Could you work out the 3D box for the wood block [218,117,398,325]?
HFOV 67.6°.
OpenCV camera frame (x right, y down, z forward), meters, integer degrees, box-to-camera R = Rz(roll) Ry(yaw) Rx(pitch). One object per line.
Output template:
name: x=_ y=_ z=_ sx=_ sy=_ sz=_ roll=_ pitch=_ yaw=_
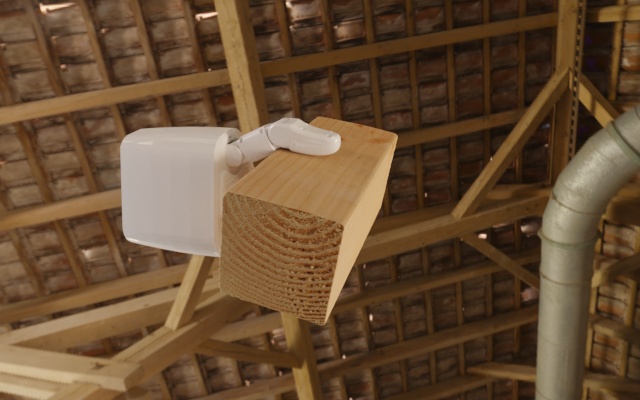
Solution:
wood block: x=0.000 y=0.001 z=0.426 sx=0.090 sy=0.091 sz=0.206 roll=15 pitch=28 yaw=12
